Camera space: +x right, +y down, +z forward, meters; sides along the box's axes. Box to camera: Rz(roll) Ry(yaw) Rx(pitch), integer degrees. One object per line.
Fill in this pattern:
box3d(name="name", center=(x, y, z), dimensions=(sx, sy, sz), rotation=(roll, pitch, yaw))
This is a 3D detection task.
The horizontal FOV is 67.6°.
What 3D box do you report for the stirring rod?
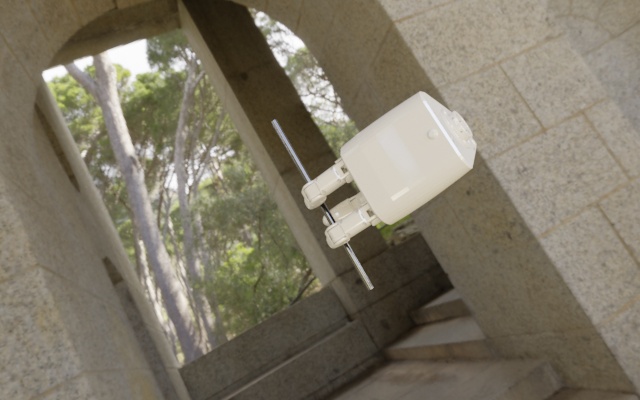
box3d(name="stirring rod", center=(0.000, 0.002, 0.582), dimensions=(0.011, 0.239, 0.011), rotation=(-29, -11, -6))
